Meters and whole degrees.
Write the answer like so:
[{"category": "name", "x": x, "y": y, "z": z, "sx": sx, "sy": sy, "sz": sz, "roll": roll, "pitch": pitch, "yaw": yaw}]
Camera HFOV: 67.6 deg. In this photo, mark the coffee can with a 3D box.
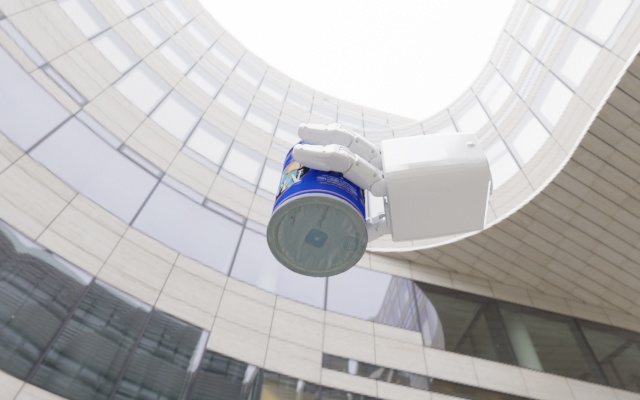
[{"category": "coffee can", "x": 0.000, "y": 0.002, "z": 0.536, "sx": 0.103, "sy": 0.103, "sz": 0.140, "roll": 0, "pitch": 33, "yaw": 4}]
